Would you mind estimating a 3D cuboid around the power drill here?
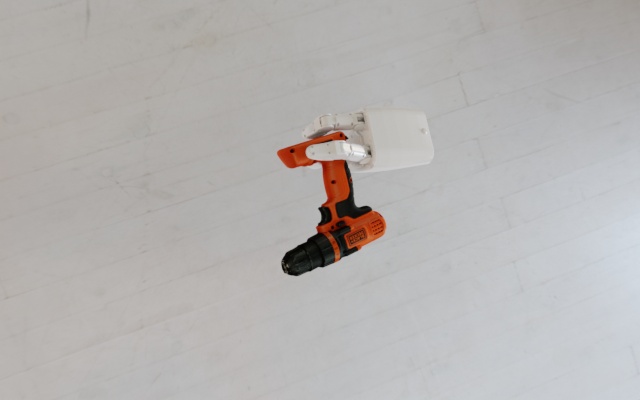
[{"bbox_3d":[0.000,0.002,0.717,0.184,0.188,0.057,-23,10,-29],"label":"power drill"}]
